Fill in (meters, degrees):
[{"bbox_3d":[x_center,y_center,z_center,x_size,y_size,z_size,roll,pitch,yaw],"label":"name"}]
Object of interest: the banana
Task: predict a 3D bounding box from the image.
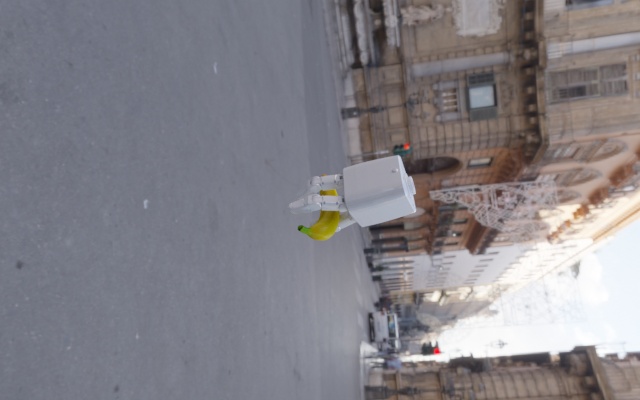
[{"bbox_3d":[0.009,0.019,0.894,0.037,0.070,0.197,-24,22,23],"label":"banana"}]
